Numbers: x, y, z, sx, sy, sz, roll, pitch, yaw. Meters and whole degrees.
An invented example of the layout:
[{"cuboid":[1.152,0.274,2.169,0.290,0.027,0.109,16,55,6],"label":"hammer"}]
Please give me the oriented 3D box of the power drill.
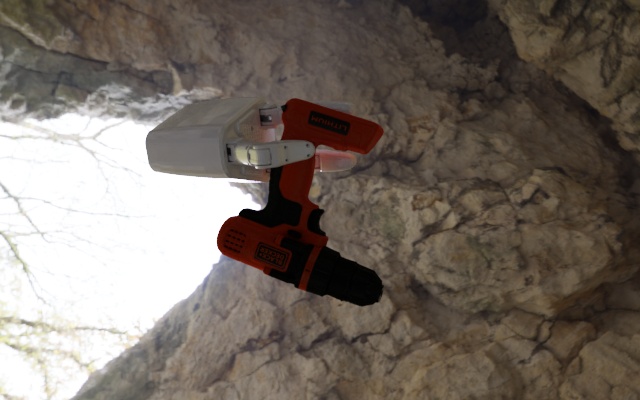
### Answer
[{"cuboid":[0.000,0.001,0.498,0.184,0.187,0.057,20,2,6],"label":"power drill"}]
